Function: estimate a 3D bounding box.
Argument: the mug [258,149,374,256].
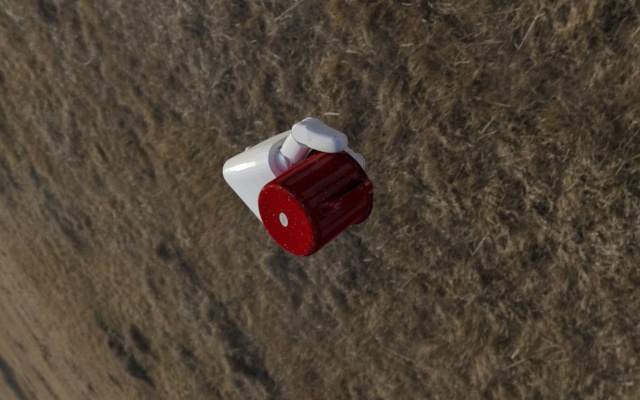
[{"bbox_3d":[0.001,0.002,0.467,0.117,0.093,0.081,-8,21,49],"label":"mug"}]
